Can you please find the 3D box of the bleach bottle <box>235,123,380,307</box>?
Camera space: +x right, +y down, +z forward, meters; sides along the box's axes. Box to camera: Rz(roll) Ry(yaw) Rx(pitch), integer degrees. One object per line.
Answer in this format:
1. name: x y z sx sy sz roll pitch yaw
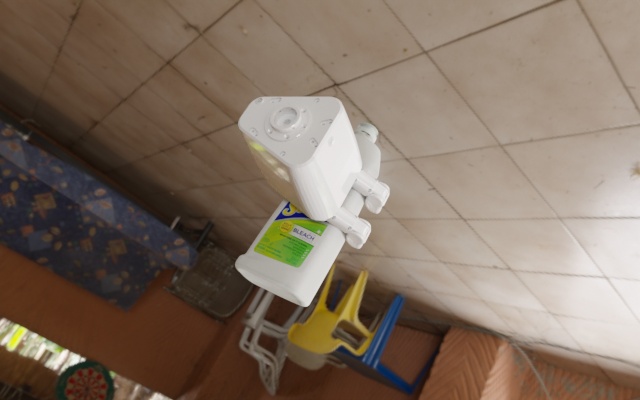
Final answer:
1. bleach bottle: 0.000 0.002 0.609 0.102 0.250 0.068 20 -23 24
